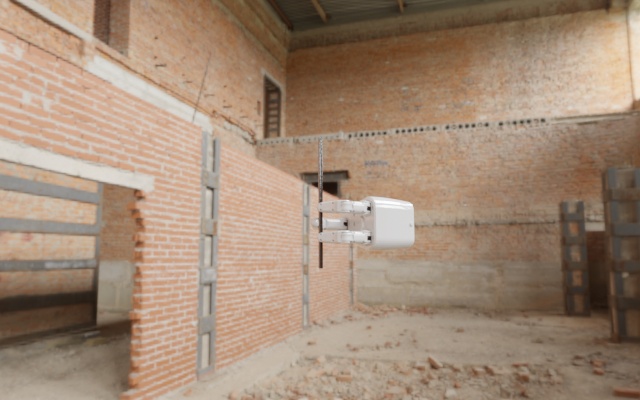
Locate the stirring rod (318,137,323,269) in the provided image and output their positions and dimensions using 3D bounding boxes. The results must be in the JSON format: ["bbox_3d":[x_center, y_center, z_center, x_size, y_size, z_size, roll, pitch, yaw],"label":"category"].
[{"bbox_3d":[0.000,0.003,0.873,0.011,0.239,0.011,0,-6,0],"label":"stirring rod"}]
